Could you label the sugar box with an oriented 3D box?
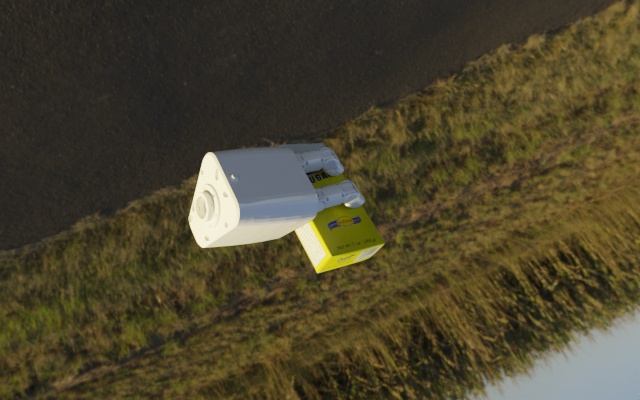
[{"bbox_3d":[0.000,0.002,0.623,0.093,0.176,0.048,-9,-30,-38],"label":"sugar box"}]
